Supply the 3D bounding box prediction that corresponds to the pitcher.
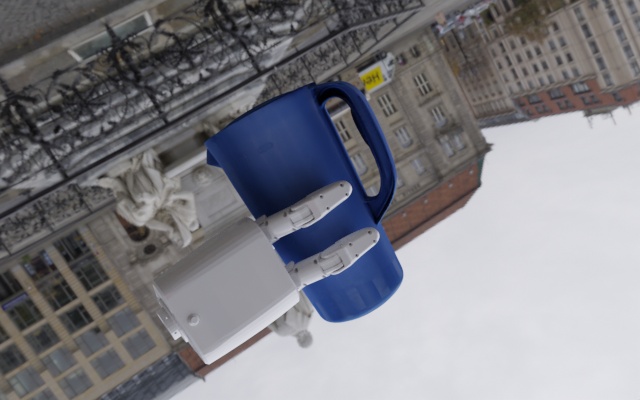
[{"bbox_3d":[0.000,0.002,0.516,0.145,0.243,0.149,-34,10,-24],"label":"pitcher"}]
